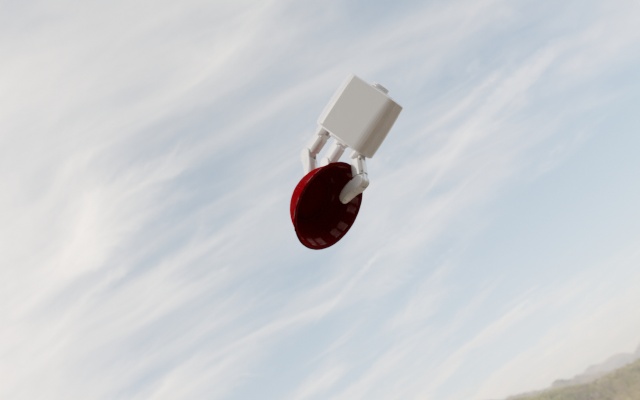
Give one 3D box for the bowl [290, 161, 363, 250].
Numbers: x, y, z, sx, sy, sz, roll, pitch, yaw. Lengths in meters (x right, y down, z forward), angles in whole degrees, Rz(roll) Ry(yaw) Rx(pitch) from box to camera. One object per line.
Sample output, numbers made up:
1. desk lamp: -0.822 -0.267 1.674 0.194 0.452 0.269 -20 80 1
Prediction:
1. bowl: -0.001 0.004 0.834 0.162 0.162 0.055 0 19 -46
